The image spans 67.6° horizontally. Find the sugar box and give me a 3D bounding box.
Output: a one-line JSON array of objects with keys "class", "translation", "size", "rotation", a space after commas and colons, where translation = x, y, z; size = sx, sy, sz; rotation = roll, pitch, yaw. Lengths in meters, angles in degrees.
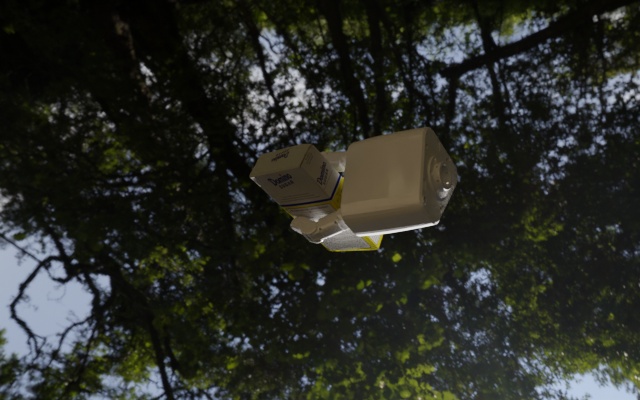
[{"class": "sugar box", "translation": [0.000, 0.002, 0.626], "size": [0.093, 0.048, 0.176], "rotation": [-7, -44, 41]}]
